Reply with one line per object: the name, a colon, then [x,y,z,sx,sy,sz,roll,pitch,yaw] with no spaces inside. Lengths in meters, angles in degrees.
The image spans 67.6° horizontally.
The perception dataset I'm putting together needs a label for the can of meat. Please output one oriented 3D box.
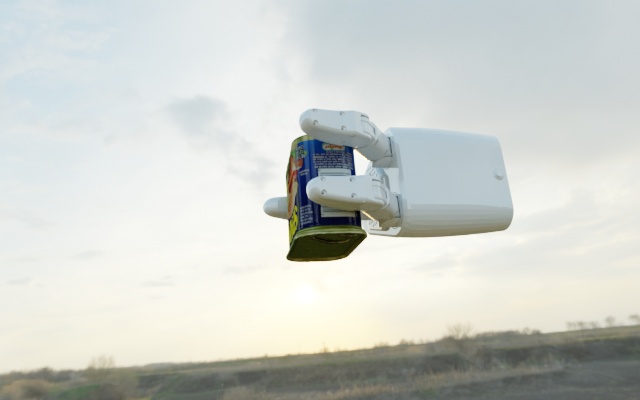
can of meat: [0.000,0.001,0.409,0.057,0.084,0.102,-1,-19,-10]
